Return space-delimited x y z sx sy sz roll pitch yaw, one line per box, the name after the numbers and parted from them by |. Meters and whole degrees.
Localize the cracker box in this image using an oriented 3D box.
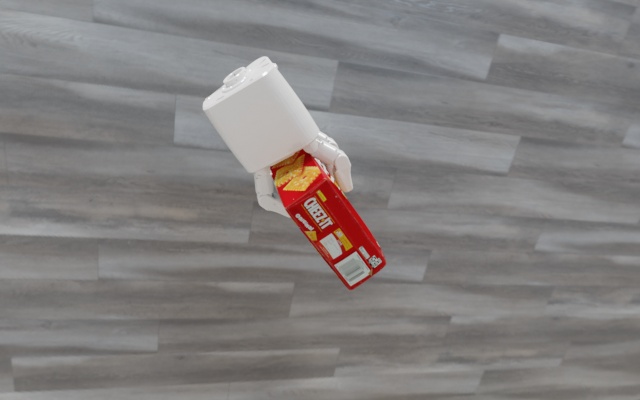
0.000 0.002 0.689 0.072 0.164 0.213 -35 29 4 | cracker box
